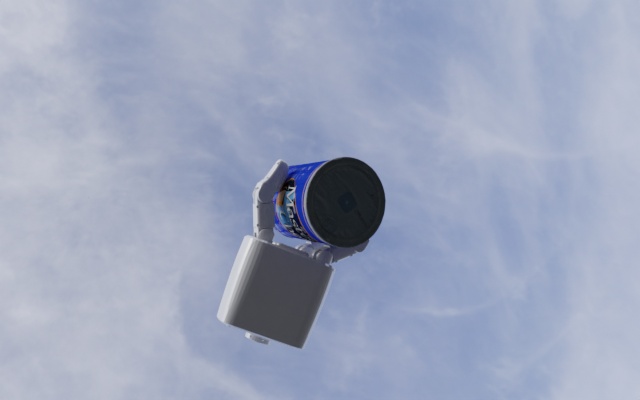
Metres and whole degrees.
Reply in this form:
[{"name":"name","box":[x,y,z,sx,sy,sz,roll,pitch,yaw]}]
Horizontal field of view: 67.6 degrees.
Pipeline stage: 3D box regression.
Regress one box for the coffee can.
[{"name":"coffee can","box":[0.000,0.002,0.597,0.103,0.103,0.140,0,0,-26]}]
